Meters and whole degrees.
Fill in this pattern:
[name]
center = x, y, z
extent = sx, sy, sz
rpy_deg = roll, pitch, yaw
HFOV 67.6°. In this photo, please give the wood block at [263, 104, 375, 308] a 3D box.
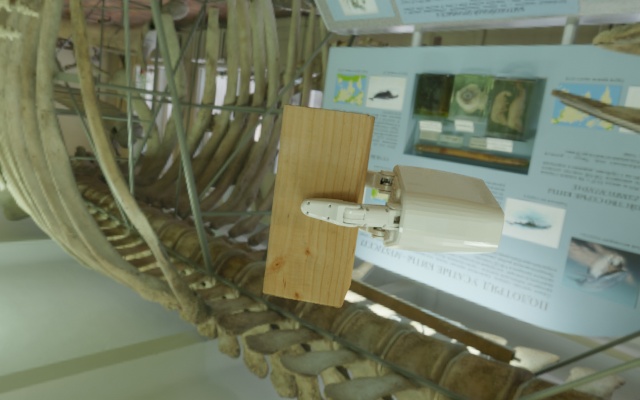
[wood block]
center = 0.000, 0.002, 0.540
extent = 0.090, 0.206, 0.091
rpy_deg = 9, 9, 9
